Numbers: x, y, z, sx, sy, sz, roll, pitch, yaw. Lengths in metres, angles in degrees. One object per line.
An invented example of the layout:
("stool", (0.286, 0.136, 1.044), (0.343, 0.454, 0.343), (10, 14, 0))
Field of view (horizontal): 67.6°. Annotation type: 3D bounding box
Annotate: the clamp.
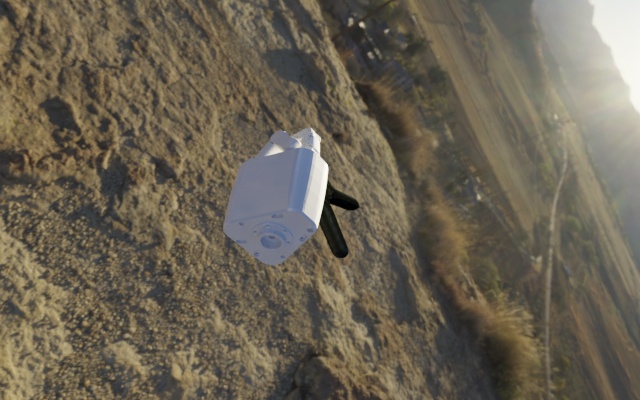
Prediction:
("clamp", (0.001, 0.002, 0.698), (0.039, 0.120, 0.171), (-29, -53, 28))
